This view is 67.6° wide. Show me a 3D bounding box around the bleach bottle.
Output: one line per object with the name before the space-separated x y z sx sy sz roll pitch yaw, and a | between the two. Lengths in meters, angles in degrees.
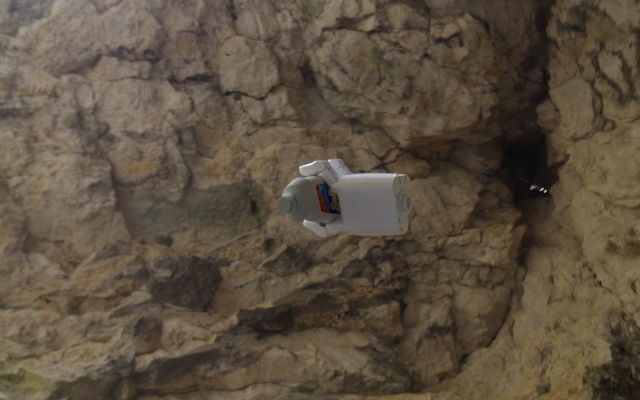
bleach bottle | 0.000 0.003 0.899 0.068 0.102 0.251 -1 6 29
